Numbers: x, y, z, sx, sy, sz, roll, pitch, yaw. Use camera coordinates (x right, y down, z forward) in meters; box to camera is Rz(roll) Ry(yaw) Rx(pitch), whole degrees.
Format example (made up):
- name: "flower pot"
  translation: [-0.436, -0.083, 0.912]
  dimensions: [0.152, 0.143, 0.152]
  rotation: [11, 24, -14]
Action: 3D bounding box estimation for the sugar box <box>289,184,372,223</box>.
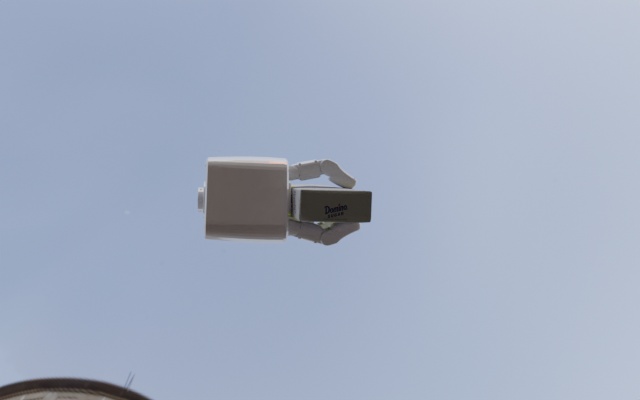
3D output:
- name: "sugar box"
  translation: [0.000, 0.003, 0.660]
  dimensions: [0.093, 0.048, 0.176]
  rotation: [1, 6, -12]
